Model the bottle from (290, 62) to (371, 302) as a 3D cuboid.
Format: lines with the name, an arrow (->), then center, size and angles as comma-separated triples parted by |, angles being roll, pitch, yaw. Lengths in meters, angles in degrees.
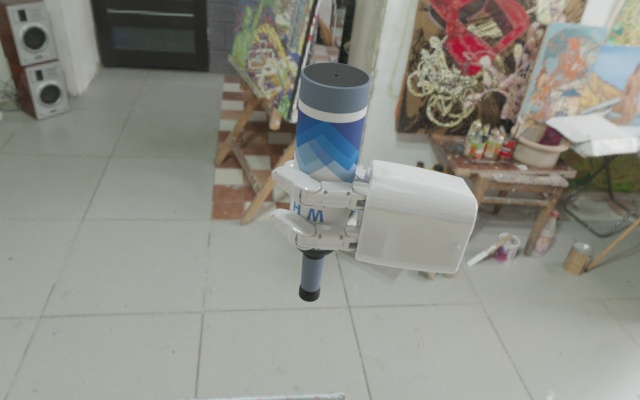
bottle -> 0.000, 0.002, 0.531 | 0.069, 0.296, 0.069 | 5, 35, -3
